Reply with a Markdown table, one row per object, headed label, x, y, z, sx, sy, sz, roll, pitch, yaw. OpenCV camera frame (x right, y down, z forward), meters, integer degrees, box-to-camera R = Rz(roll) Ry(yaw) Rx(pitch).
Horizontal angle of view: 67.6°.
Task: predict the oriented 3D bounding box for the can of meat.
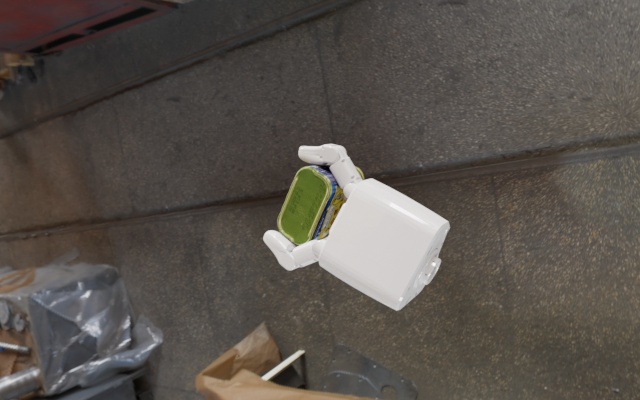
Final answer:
| label | x | y | z | sx | sy | sz | roll | pitch | yaw |
| --- | --- | --- | --- | --- | --- | --- | --- | --- | --- |
| can of meat | 0.000 | 0.002 | 0.601 | 0.057 | 0.102 | 0.084 | 33 | 24 | 23 |
